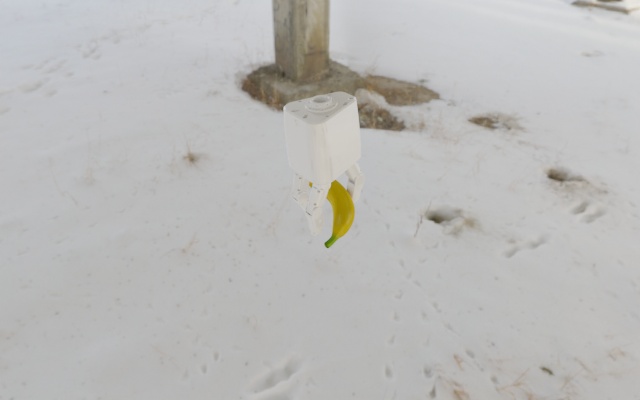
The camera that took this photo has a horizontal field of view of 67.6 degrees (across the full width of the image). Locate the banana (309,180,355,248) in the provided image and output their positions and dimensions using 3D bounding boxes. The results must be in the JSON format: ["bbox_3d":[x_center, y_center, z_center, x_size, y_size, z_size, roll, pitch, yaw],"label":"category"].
[{"bbox_3d":[0.019,0.000,0.836,0.069,0.037,0.197,-15,38,-2],"label":"banana"}]
